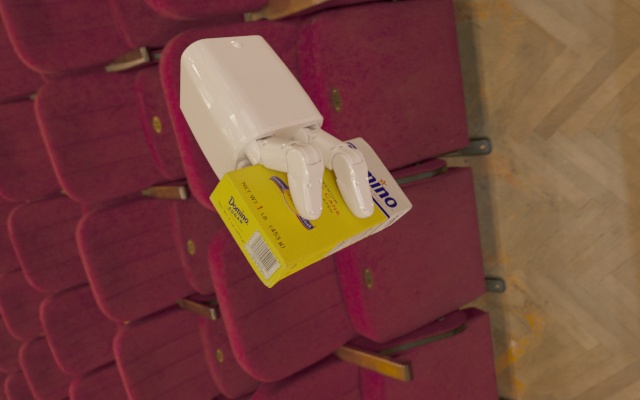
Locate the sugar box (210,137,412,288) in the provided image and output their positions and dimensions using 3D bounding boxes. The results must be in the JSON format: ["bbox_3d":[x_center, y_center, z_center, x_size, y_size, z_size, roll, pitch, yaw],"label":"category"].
[{"bbox_3d":[0.000,0.001,0.435,0.176,0.093,0.048,-23,-17,-42],"label":"sugar box"}]
